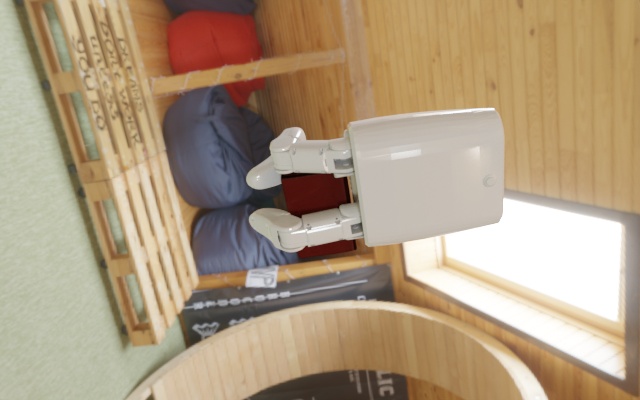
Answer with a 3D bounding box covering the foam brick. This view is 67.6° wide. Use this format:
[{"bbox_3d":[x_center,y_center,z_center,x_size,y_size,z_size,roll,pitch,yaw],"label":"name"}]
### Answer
[{"bbox_3d":[0.000,0.002,0.404,0.051,0.078,0.053,-9,27,4],"label":"foam brick"}]
